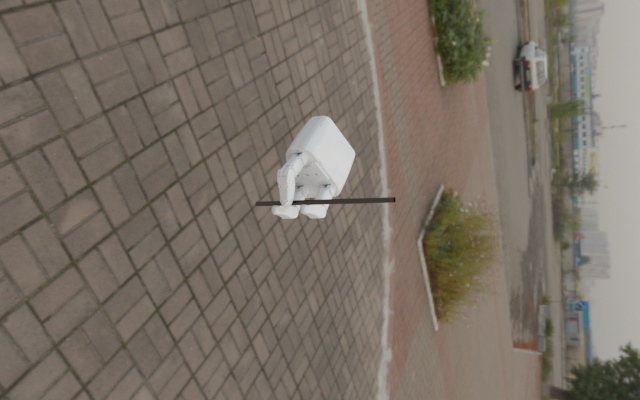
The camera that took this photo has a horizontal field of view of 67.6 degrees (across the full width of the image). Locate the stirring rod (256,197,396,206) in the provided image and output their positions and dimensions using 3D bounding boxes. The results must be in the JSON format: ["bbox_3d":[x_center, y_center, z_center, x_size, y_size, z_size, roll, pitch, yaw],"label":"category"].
[{"bbox_3d":[0.000,0.002,0.739,0.239,0.011,0.011,-2,-1,28],"label":"stirring rod"}]
